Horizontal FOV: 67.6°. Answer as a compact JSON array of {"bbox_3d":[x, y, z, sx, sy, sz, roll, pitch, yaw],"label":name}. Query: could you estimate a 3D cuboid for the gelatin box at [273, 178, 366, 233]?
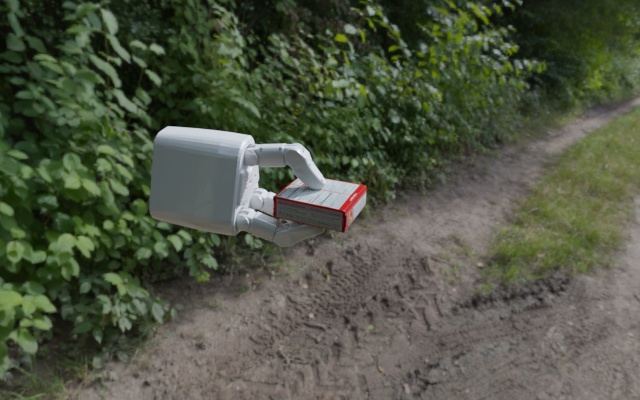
[{"bbox_3d":[0.000,0.001,0.552,0.089,0.030,0.073,10,27,21],"label":"gelatin box"}]
